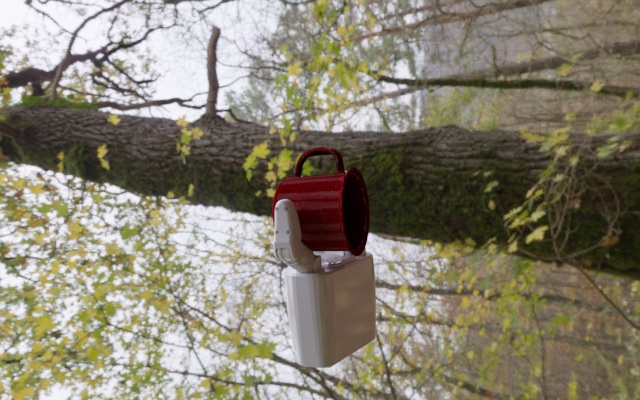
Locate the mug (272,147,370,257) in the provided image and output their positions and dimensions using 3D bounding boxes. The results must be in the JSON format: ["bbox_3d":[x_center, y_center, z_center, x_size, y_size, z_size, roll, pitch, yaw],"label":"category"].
[{"bbox_3d":[0.000,0.000,0.511,0.081,0.117,0.093,-3,5,22],"label":"mug"}]
